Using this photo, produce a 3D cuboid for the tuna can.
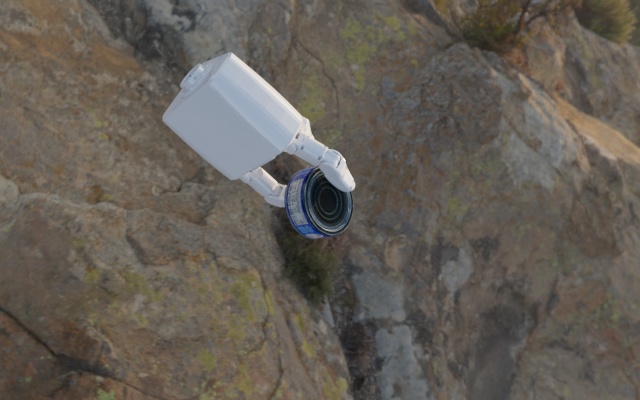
[{"bbox_3d":[0.001,0.002,0.566,0.034,0.086,0.086,-11,-8,44],"label":"tuna can"}]
